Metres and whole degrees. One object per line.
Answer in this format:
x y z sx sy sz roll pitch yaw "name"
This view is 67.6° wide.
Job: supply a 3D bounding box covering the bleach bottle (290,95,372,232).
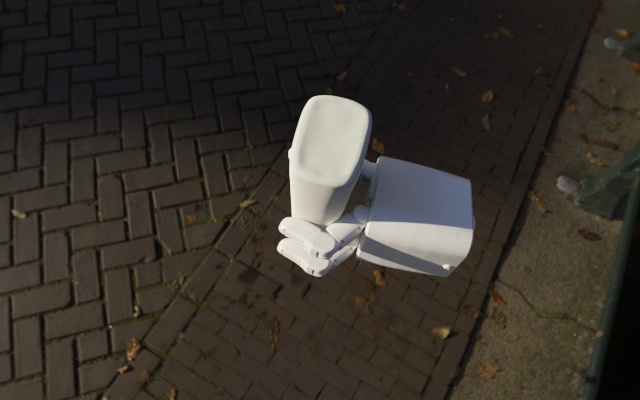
0.000 0.002 0.540 0.068 0.102 0.251 14 -28 2 "bleach bottle"
